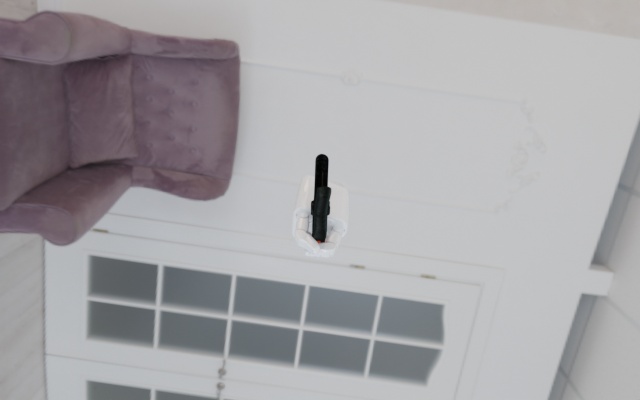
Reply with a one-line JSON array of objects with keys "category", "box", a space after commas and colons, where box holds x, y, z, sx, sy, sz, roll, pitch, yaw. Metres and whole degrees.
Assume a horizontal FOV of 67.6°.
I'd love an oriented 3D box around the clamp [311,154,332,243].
[{"category": "clamp", "box": [0.001, 0.003, 0.881, 0.039, 0.172, 0.120, 7, 44, -1]}]
